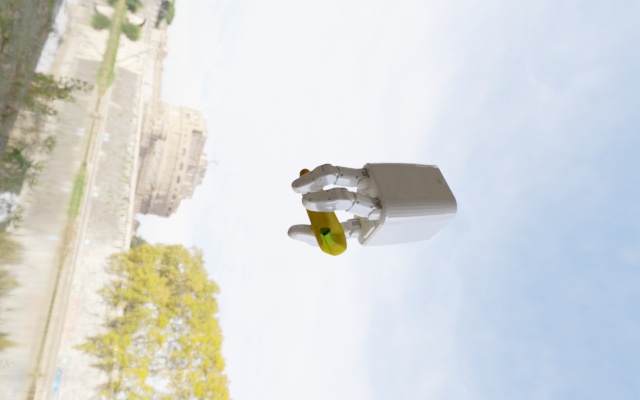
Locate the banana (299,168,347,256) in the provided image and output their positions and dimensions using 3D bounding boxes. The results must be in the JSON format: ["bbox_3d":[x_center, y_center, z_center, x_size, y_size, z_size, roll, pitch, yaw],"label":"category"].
[{"bbox_3d":[0.004,0.020,0.627,0.037,0.070,0.197,-14,26,-6],"label":"banana"}]
